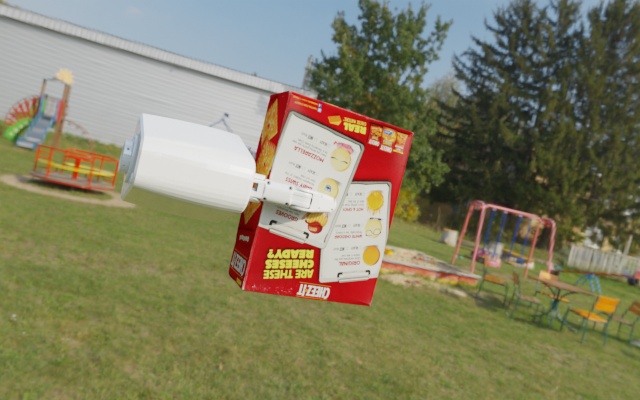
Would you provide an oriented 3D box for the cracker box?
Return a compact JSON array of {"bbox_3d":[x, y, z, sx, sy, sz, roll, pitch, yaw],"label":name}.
[{"bbox_3d":[0.000,0.002,0.553,0.164,0.213,0.072,13,2,-26],"label":"cracker box"}]
